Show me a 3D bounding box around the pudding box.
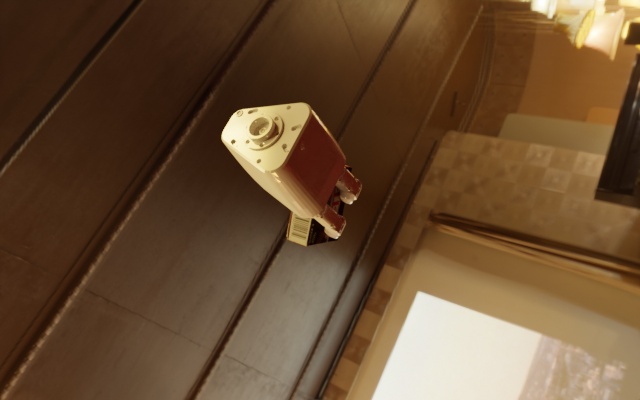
[{"bbox_3d":[0.000,0.002,0.659,0.039,0.113,0.090,17,9,29],"label":"pudding box"}]
